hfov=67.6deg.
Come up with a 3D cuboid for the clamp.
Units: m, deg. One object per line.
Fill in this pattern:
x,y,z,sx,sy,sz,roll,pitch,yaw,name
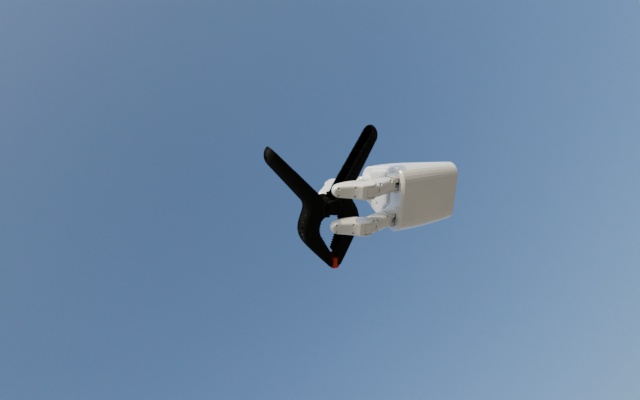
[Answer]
0.000,0.002,0.671,0.164,0.210,0.036,-8,24,-23,clamp
